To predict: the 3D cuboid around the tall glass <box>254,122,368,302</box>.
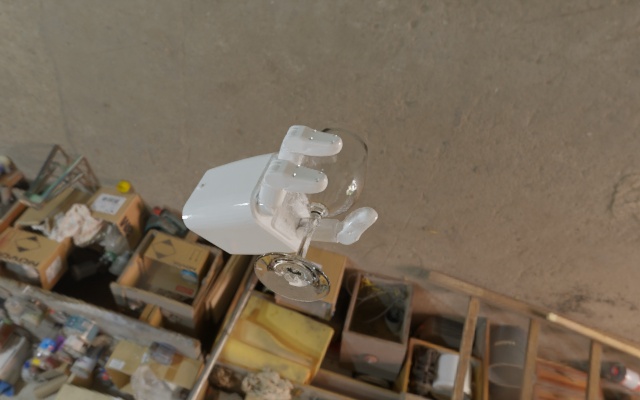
[{"bbox_3d":[0.000,0.002,0.504,0.079,0.201,0.079,12,-41,11],"label":"tall glass"}]
